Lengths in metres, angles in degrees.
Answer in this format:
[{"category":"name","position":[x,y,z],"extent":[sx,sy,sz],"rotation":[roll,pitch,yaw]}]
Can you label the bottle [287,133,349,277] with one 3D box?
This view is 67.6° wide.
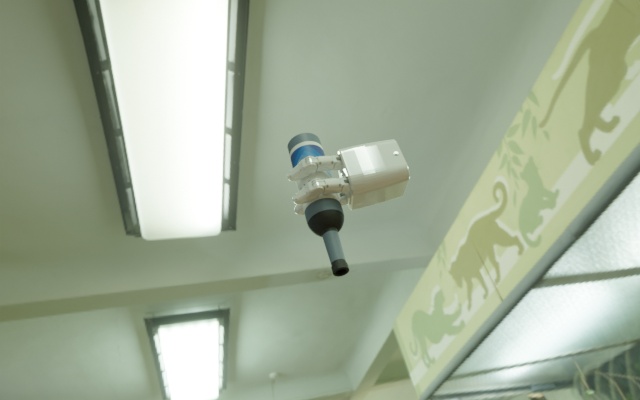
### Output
[{"category":"bottle","position":[0.000,0.003,0.851],"extent":[0.069,0.295,0.069],"rotation":[-10,-38,-8]}]
